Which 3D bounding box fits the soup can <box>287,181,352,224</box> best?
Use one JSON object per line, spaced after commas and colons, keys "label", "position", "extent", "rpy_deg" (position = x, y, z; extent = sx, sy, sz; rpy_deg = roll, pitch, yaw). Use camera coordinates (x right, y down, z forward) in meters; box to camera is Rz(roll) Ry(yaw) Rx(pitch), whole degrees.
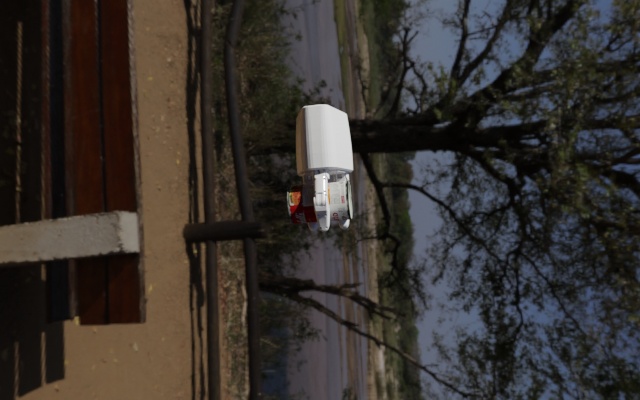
{"label": "soup can", "position": [0.000, 0.003, 0.810], "extent": [0.102, 0.068, 0.068], "rpy_deg": [-4, -1, 8]}
